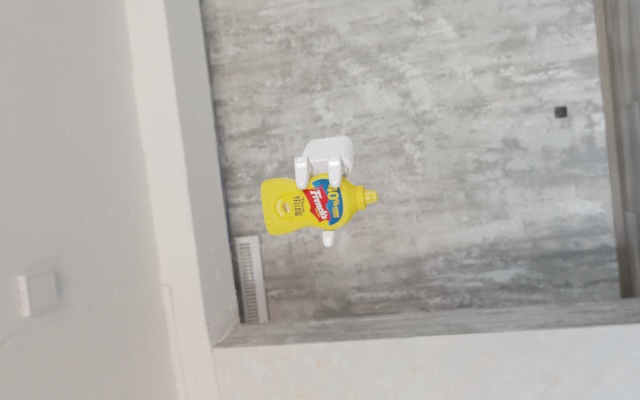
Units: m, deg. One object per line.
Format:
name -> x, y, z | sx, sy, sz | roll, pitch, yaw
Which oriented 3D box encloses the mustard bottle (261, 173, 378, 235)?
mustard bottle -> 0.000, 0.003, 0.807 | 0.191, 0.096, 0.058 | -6, 6, 10
